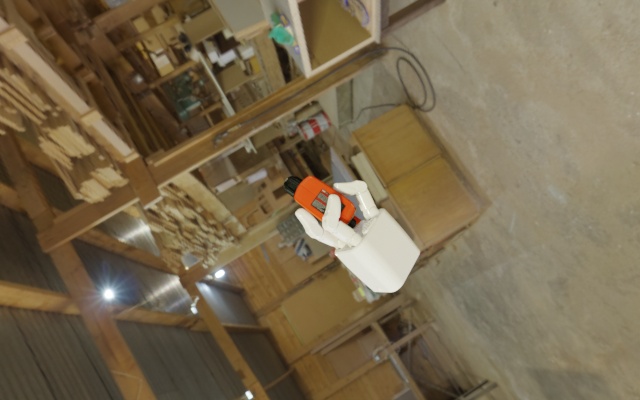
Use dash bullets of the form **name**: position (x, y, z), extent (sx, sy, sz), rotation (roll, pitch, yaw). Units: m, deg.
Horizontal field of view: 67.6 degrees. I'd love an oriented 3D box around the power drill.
- **power drill**: position (0.000, 0.003, 0.896), extent (0.184, 0.057, 0.187), rotation (33, -2, 6)
